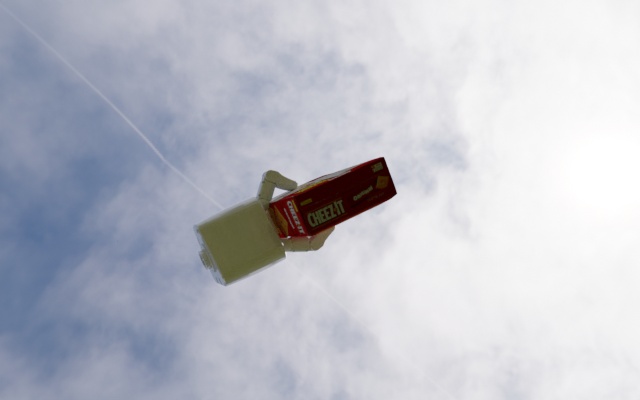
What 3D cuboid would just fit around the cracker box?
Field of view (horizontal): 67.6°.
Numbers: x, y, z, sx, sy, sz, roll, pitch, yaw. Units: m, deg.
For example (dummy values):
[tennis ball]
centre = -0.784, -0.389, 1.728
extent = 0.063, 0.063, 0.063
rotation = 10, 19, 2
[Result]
[cracker box]
centre = 0.000, 0.002, 0.789
extent = 0.164, 0.072, 0.214
rotation = -25, 5, -23
